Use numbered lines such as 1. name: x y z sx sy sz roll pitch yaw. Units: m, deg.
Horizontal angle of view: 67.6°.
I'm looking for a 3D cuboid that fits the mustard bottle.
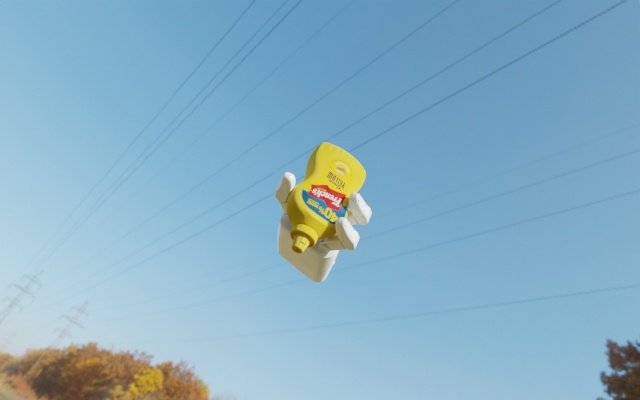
1. mustard bottle: 0.000 0.002 0.748 0.096 0.191 0.058 36 -36 -14
